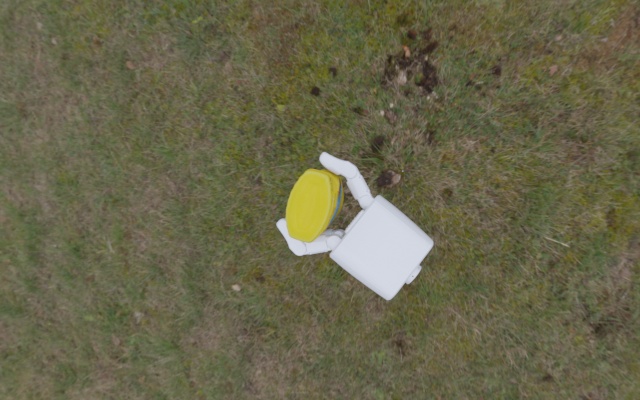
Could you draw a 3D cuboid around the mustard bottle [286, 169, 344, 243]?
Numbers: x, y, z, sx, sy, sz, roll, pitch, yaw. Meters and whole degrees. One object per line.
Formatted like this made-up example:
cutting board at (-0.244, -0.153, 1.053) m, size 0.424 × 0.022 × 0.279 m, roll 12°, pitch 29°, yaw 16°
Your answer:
mustard bottle at (0.000, 0.002, 0.707) m, size 0.058 × 0.096 × 0.191 m, roll 14°, pitch 6°, yaw 8°
